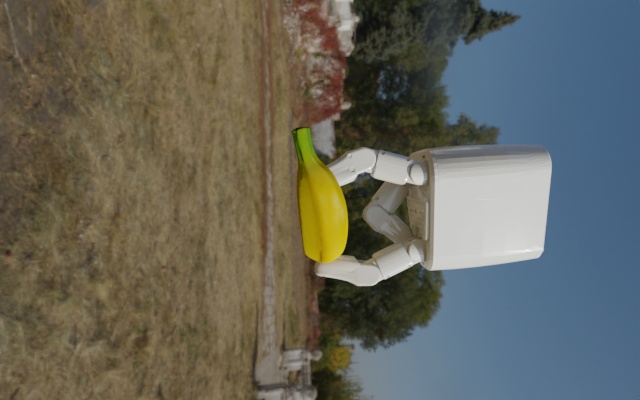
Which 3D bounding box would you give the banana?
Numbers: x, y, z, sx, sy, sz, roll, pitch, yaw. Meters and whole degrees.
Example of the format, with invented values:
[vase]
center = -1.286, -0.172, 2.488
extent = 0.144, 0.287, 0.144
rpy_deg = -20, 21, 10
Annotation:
[banana]
center = 0.001, 0.017, 0.394
extent = 0.037, 0.069, 0.198
rpy_deg = -4, -23, -2
